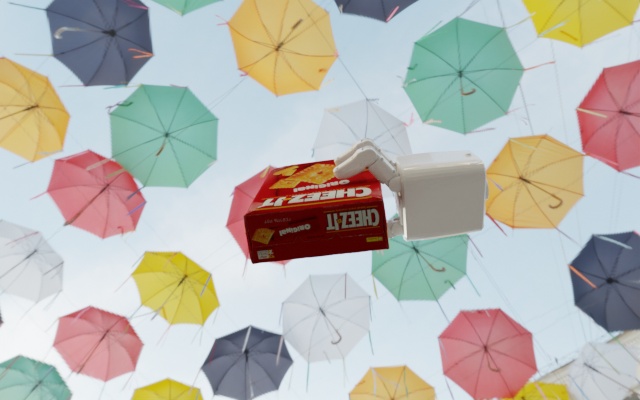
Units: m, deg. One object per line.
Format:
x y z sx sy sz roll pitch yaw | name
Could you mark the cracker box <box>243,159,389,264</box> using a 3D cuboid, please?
0.000 0.002 0.642 0.164 0.072 0.213 -7 17 6 | cracker box
